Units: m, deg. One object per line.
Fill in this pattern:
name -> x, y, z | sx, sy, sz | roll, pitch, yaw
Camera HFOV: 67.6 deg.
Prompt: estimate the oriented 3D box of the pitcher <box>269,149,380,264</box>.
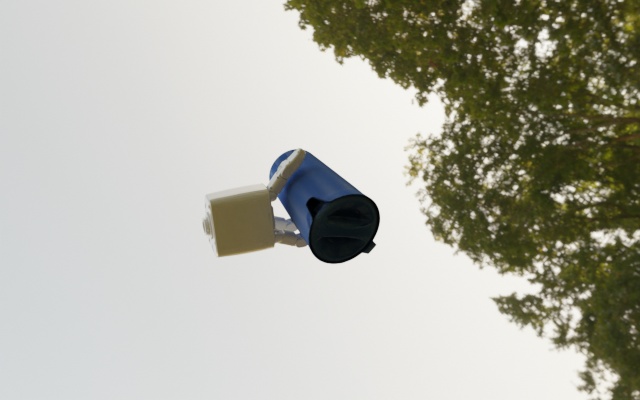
pitcher -> 0.000, 0.003, 0.877 | 0.145, 0.149, 0.242 | -13, 32, -21
